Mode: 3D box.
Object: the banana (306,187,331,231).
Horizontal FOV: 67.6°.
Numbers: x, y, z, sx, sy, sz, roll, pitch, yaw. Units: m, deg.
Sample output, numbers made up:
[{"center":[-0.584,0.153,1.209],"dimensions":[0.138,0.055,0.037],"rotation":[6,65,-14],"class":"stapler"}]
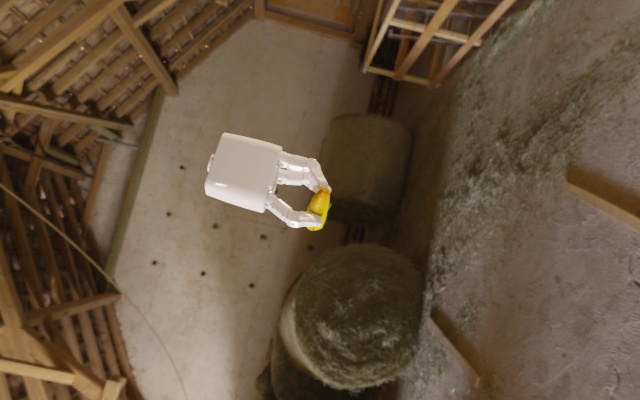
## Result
[{"center":[-0.006,0.021,0.871],"dimensions":[0.037,0.069,0.198],"rotation":[19,-6,2],"class":"banana"}]
